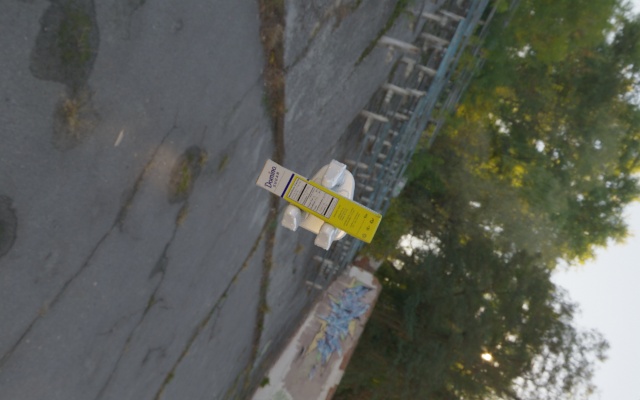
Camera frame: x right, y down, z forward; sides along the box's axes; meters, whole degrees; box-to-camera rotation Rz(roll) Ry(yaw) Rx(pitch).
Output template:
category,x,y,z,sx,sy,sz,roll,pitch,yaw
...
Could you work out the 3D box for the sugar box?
category,x,y,z,sx,sy,sz,roll,pitch,yaw
sugar box,0.000,0.003,0.683,0.176,0.048,0.093,25,-1,6
